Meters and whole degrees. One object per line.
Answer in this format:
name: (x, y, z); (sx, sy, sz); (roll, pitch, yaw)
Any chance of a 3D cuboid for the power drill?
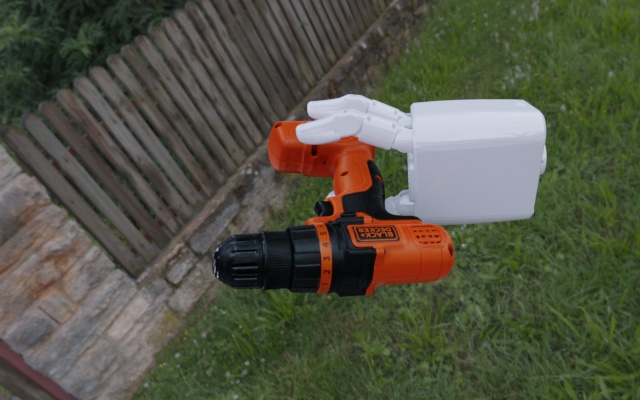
power drill: (0.000, 0.001, 0.414); (0.184, 0.057, 0.187); (1, 41, -14)
